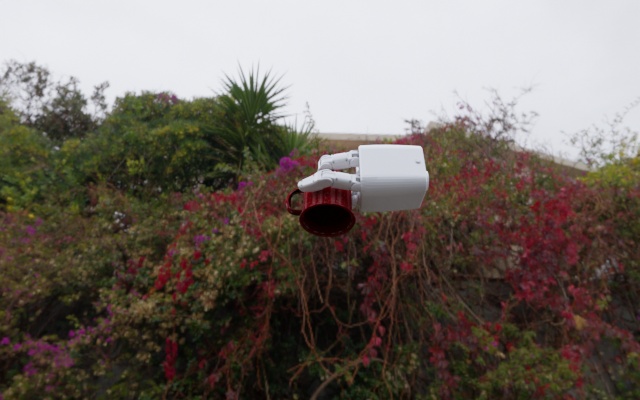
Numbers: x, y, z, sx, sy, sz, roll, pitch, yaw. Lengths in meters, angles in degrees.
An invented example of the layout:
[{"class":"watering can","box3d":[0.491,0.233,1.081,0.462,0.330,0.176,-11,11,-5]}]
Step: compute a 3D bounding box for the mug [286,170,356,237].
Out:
[{"class":"mug","box3d":[-0.001,0.003,0.808,0.117,0.081,0.093,0,-39,2]}]
